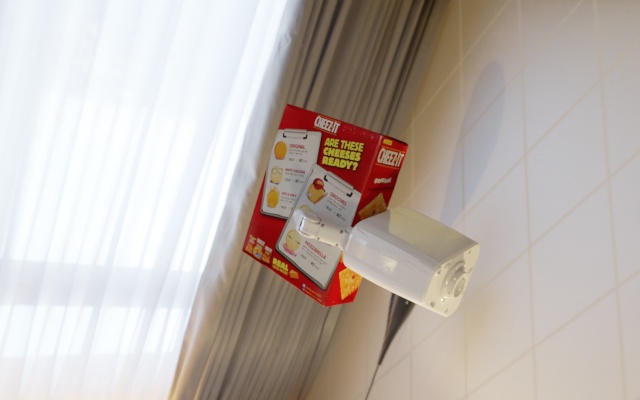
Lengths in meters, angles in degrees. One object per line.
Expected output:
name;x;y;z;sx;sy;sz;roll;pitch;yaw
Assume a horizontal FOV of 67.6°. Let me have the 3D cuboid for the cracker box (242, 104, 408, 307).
cracker box;0.000;0.002;0.617;0.164;0.214;0.072;26;13;38
